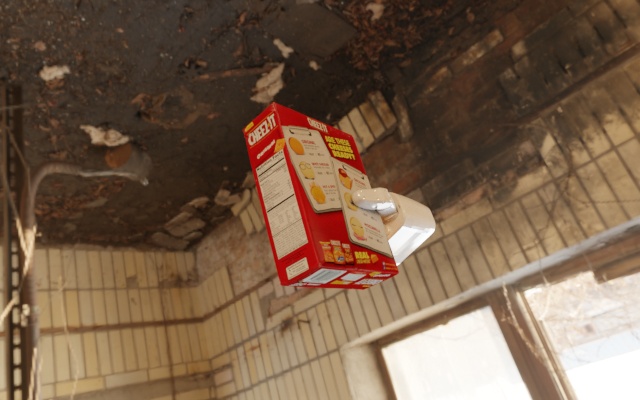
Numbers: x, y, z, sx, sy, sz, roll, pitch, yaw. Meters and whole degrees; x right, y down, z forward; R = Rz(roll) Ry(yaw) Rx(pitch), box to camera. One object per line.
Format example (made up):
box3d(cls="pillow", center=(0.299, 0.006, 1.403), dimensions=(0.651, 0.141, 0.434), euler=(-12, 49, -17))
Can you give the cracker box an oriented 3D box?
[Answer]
box3d(cls="cracker box", center=(0.000, 0.002, 0.603), dimensions=(0.072, 0.213, 0.164), euler=(-32, -28, 31))
